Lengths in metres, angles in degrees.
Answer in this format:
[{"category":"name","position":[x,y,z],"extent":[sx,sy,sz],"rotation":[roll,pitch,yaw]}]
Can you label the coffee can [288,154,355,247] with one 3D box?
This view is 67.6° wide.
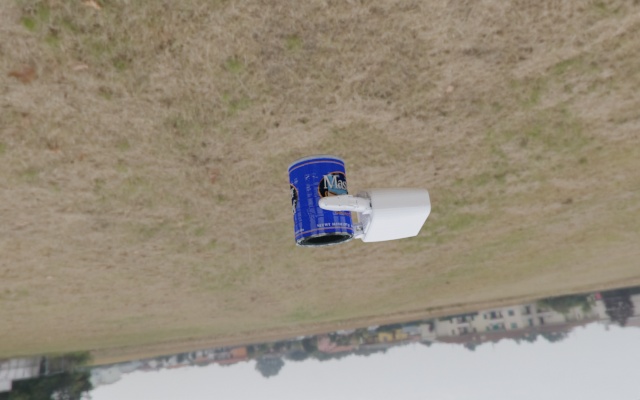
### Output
[{"category":"coffee can","position":[0.000,0.003,0.837],"extent":[0.103,0.140,0.103],"rotation":[-6,-15,-2]}]
